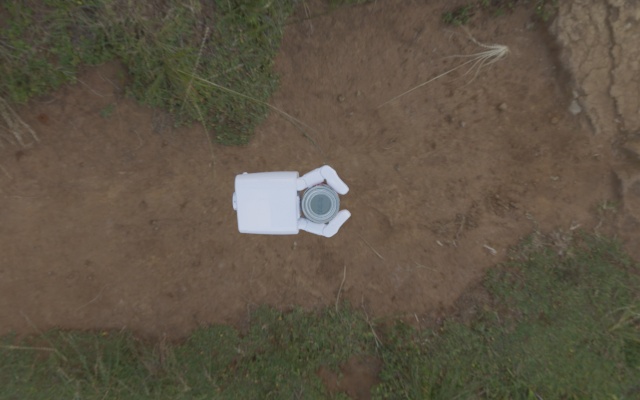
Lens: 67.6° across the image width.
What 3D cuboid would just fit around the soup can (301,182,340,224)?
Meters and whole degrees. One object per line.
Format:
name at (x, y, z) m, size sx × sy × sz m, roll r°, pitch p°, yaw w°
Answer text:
soup can at (0.001, 0.003, 0.856) m, size 0.068 × 0.068 × 0.102 m, roll 0°, pitch 5°, yaw 1°
